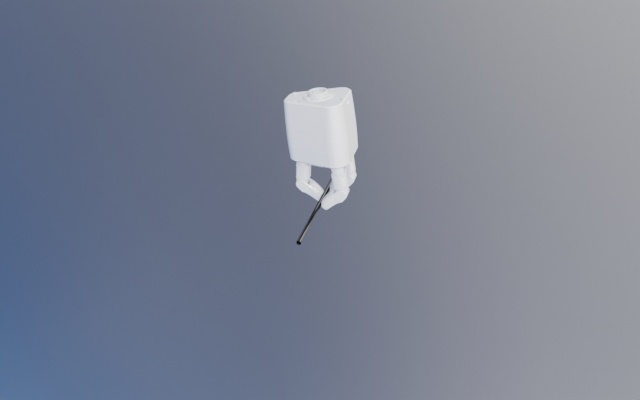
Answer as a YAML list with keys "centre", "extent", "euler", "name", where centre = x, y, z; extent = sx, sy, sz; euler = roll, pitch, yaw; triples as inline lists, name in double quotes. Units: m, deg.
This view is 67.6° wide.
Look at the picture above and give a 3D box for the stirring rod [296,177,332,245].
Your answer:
- centre: [0.000, 0.003, 0.836]
  extent: [0.011, 0.011, 0.239]
  euler: [0, 32, 19]
  name: "stirring rod"
